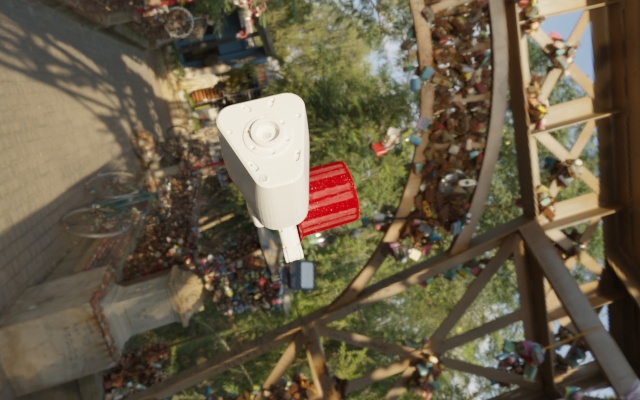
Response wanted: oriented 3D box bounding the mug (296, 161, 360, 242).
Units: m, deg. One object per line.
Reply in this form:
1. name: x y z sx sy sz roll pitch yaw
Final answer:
1. mug: 0.000 0.003 0.626 0.081 0.093 0.117 -16 -22 -7
